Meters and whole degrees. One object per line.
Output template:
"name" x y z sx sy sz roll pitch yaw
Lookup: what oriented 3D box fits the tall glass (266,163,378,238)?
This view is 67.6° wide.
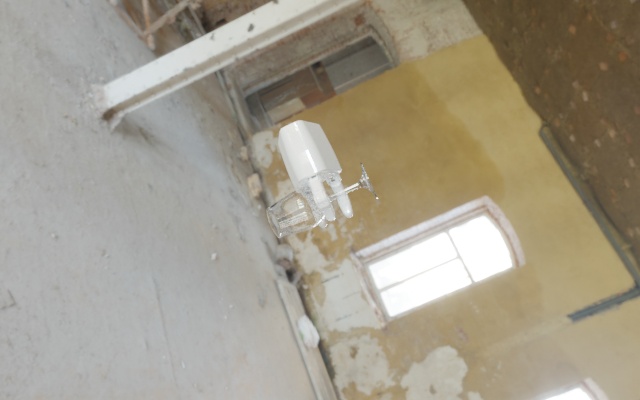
"tall glass" 0.001 0.003 0.895 0.201 0.079 0.079 -24 -3 6
